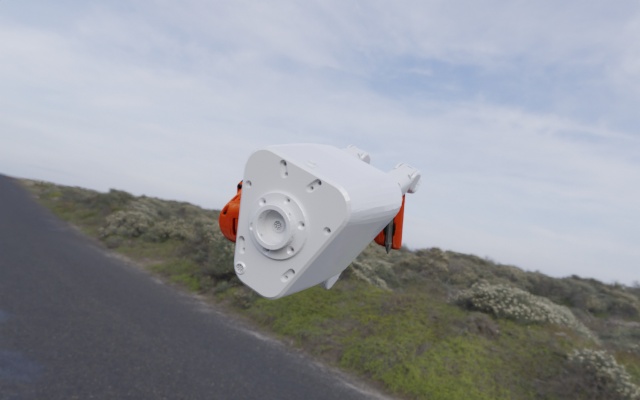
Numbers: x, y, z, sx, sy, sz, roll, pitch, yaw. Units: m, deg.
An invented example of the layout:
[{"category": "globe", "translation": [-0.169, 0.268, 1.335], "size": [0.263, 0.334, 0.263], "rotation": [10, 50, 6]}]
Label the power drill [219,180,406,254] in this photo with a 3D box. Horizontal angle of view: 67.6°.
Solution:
[{"category": "power drill", "translation": [0.000, 0.002, 0.534], "size": [0.187, 0.057, 0.184], "rotation": [2, 21, 9]}]
